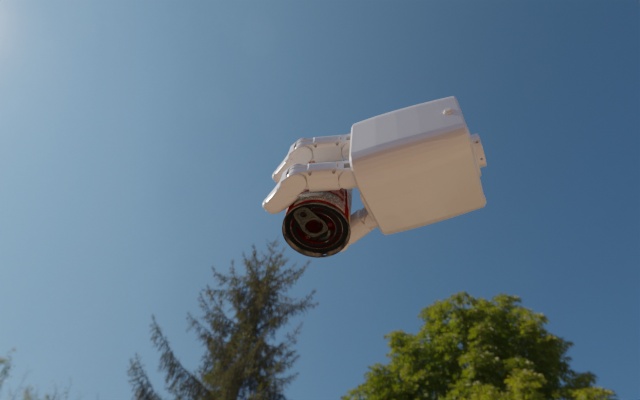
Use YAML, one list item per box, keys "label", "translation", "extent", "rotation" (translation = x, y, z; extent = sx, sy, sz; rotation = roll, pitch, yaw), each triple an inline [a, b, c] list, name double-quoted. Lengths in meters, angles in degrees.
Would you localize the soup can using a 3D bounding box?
- label: "soup can"
  translation: [0.000, 0.002, 0.507]
  extent: [0.068, 0.069, 0.102]
  rotation: [0, 35, 6]
